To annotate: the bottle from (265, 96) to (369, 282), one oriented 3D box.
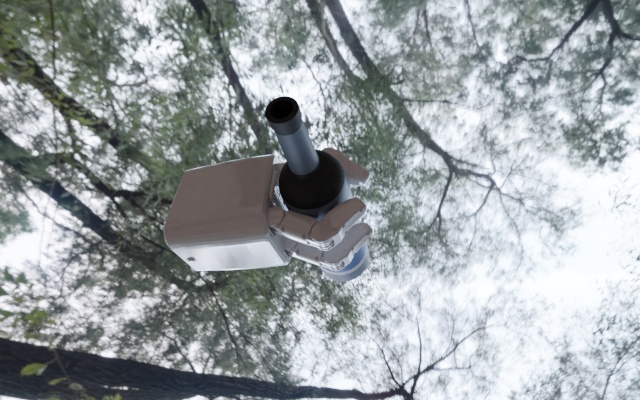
[{"bbox_3d":[0.000,0.002,0.493,0.069,0.069,0.296,0,-29,14],"label":"bottle"}]
